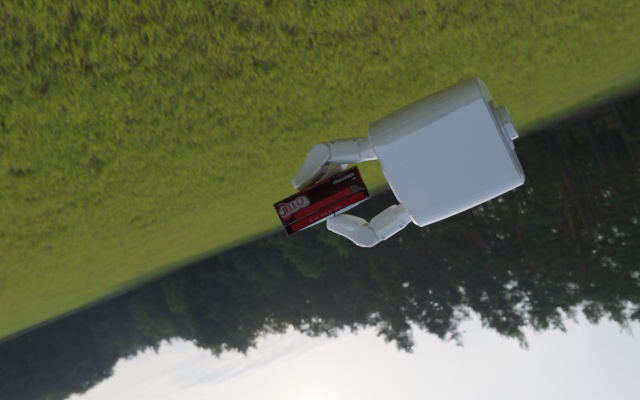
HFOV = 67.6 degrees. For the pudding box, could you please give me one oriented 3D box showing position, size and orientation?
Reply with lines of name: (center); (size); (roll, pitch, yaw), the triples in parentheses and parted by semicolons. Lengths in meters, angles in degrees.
pudding box: (0.000, 0.002, 0.507); (0.090, 0.039, 0.113); (-24, -3, -2)
